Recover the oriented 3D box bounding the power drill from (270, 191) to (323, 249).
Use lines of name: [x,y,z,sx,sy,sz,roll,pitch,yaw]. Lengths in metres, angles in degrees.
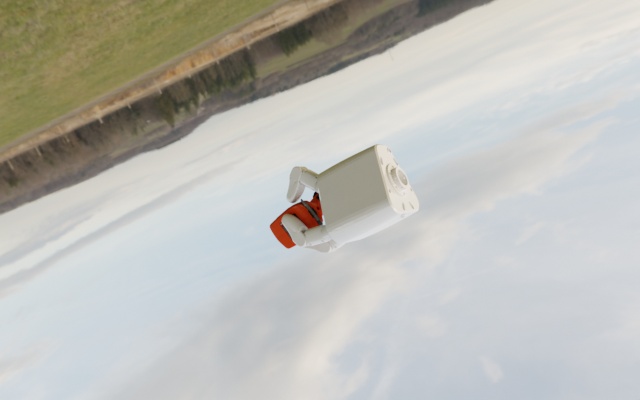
power drill: [0.000,0.003,0.813,0.187,0.057,0.184,-42,2,-39]
